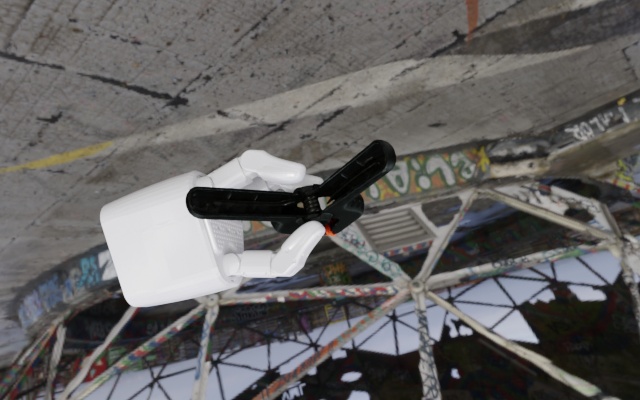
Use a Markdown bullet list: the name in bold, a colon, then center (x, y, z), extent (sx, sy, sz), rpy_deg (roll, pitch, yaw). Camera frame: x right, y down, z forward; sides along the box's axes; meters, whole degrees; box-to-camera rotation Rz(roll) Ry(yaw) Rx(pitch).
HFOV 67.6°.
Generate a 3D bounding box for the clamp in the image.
- **clamp**: center (0.000, 0.002, 0.441), extent (0.164, 0.036, 0.210), rpy_deg (-15, -15, 14)
